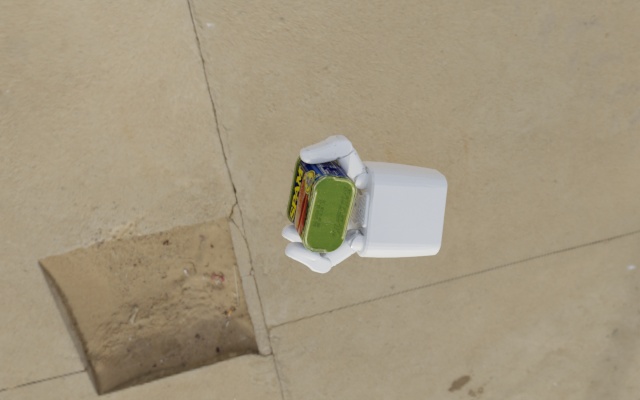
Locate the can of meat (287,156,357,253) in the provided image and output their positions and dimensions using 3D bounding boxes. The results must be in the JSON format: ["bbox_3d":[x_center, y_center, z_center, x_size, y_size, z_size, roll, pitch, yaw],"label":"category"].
[{"bbox_3d":[0.000,0.002,0.578,0.057,0.102,0.084,5,22,-19],"label":"can of meat"}]
